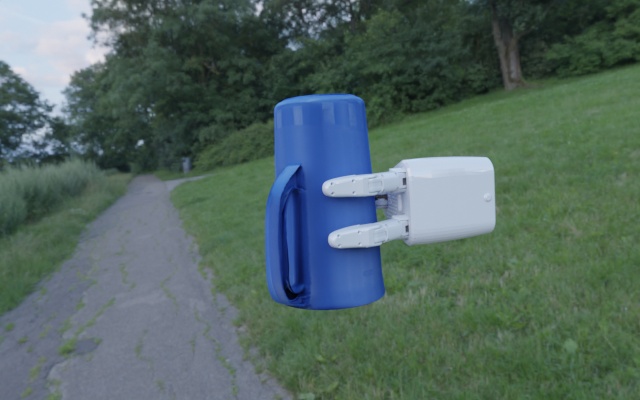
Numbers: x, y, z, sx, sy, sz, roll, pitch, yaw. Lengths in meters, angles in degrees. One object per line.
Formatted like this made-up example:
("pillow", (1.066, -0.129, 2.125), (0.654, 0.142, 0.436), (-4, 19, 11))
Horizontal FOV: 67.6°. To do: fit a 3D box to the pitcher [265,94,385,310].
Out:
("pitcher", (0.000, 0.002, 0.567), (0.145, 0.243, 0.149), (-5, 5, -9))
